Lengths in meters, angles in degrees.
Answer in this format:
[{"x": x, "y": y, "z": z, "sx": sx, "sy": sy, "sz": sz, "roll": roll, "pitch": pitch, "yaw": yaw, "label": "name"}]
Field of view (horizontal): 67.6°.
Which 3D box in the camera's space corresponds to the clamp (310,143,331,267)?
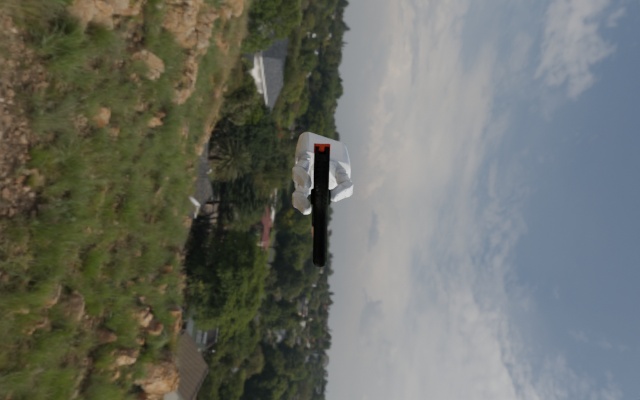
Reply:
[{"x": 0.001, "y": 0.002, "z": 0.859, "sx": 0.036, "sy": 0.210, "sz": 0.164, "roll": 1, "pitch": 31, "yaw": -3, "label": "clamp"}]
